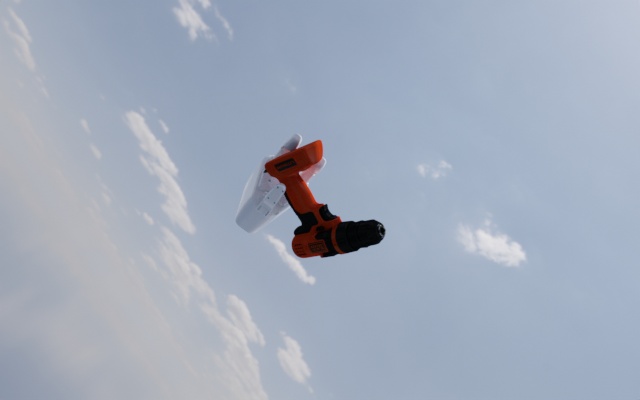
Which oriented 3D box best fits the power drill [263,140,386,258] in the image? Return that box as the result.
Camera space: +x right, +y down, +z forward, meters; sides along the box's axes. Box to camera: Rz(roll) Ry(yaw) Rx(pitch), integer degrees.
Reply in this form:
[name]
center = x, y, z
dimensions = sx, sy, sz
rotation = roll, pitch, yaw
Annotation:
[power drill]
center = 0.000, 0.002, 0.769
dimensions = 0.184, 0.188, 0.057
rotation = -16, 11, 39
